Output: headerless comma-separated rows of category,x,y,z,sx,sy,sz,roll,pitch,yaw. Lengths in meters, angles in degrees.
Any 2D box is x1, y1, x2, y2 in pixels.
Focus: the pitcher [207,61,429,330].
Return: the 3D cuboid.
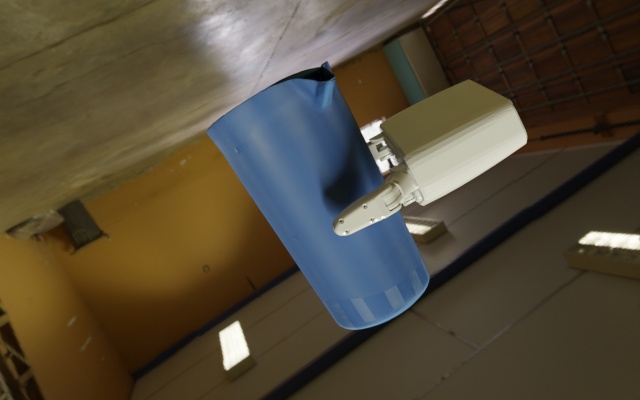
pitcher,0.000,0.001,0.479,0.145,0.243,0.149,-29,8,5
